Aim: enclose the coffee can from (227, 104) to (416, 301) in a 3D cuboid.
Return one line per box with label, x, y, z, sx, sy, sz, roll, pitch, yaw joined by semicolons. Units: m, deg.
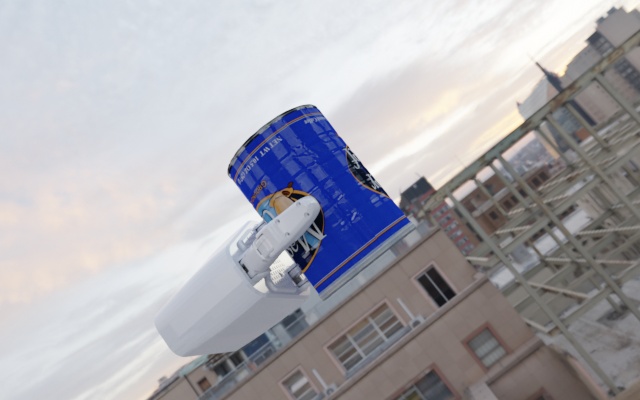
coffee can;0.000;0.001;0.423;0.103;0.140;0.103;-37;-10;-7
